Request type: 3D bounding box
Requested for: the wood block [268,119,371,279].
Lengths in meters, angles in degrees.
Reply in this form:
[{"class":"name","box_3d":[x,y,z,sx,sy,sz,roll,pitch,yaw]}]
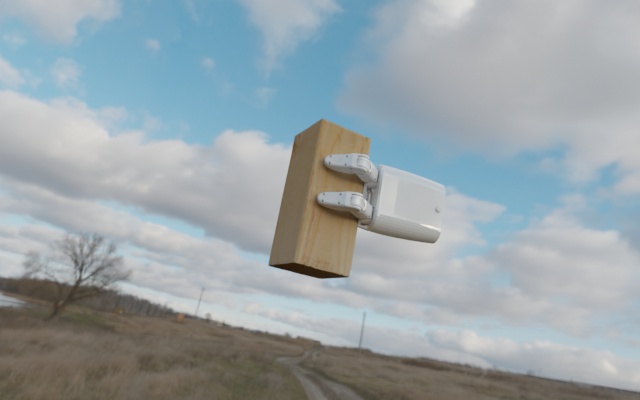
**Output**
[{"class":"wood block","box_3d":[0.000,0.002,0.694,0.090,0.206,0.091,18,-18,-25]}]
